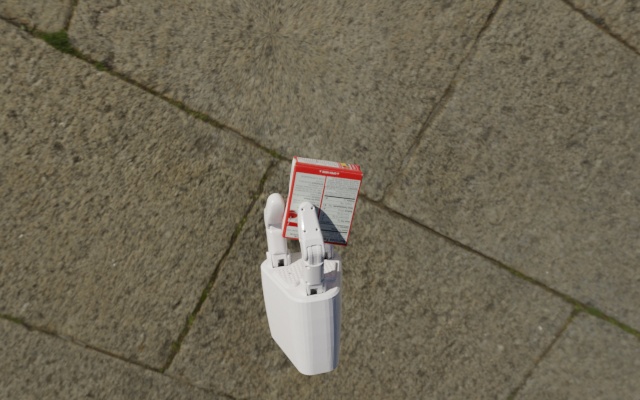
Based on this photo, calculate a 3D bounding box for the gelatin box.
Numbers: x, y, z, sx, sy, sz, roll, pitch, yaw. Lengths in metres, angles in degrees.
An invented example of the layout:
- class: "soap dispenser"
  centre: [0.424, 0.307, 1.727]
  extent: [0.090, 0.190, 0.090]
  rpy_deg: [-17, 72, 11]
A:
- class: "gelatin box"
  centre: [0.000, 0.002, 0.516]
  extent: [0.073, 0.089, 0.030]
  rpy_deg: [7, 23, -9]
